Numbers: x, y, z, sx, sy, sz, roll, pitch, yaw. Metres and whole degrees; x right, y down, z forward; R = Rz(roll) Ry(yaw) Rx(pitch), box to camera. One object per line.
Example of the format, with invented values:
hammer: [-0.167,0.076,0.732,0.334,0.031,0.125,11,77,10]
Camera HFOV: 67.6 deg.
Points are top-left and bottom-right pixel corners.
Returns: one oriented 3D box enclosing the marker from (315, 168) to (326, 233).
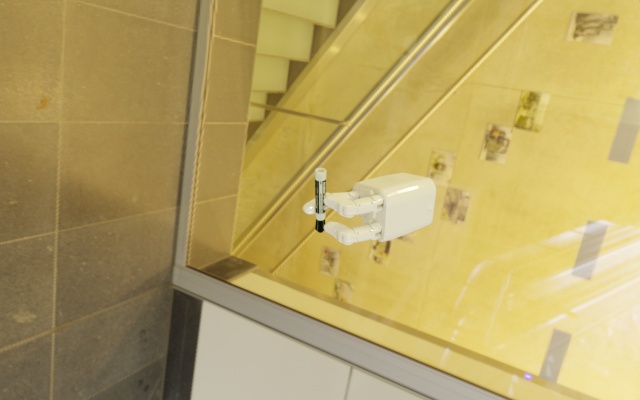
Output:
marker: [0.000,0.003,0.802,0.020,0.121,0.020,0,31,0]
